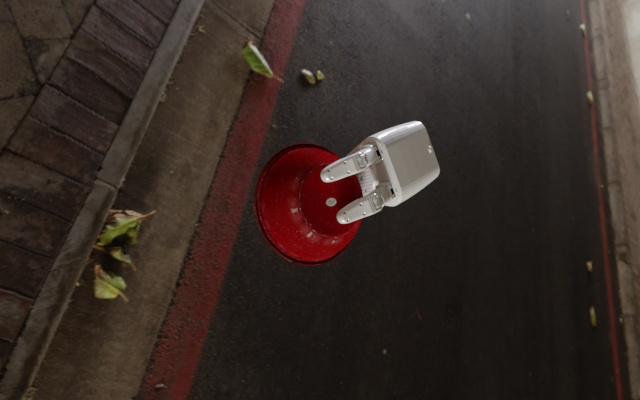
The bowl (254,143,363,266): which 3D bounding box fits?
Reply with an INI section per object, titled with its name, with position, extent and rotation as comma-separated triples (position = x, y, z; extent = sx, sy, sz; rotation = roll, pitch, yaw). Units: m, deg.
[bowl]
position = -0.001, 0.003, 0.606
extent = 0.162, 0.162, 0.055
rotation = 0, -5, -31
